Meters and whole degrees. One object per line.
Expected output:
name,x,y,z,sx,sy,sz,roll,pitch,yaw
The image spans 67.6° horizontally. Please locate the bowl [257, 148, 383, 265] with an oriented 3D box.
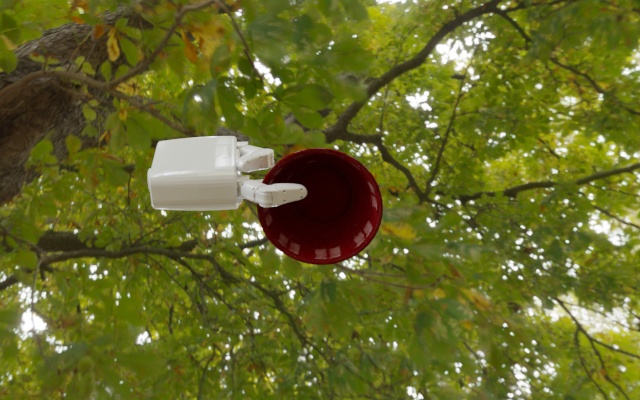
bowl,0.001,0.002,0.631,0.162,0.162,0.055,0,22,3
